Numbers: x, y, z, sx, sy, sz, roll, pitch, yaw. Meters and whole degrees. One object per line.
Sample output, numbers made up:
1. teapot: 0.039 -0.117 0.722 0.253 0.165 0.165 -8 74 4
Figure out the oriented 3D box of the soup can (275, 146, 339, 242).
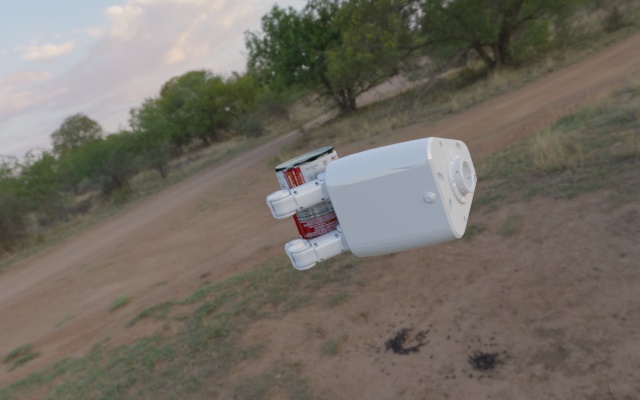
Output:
1. soup can: 0.000 0.001 0.506 0.068 0.102 0.068 -20 11 4
